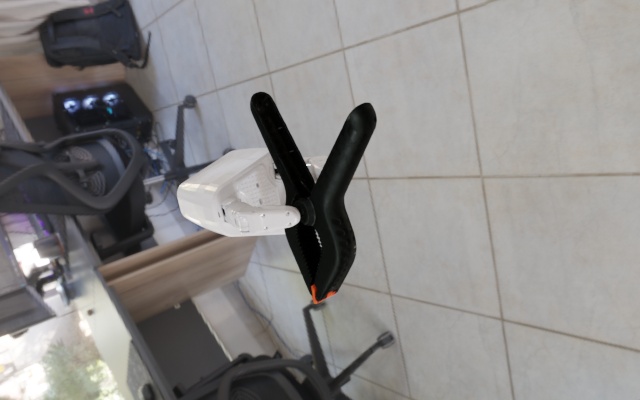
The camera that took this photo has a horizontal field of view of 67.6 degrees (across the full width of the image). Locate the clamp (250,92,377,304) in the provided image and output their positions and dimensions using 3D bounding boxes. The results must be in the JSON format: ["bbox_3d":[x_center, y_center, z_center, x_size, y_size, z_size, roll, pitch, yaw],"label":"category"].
[{"bbox_3d":[-0.001,0.002,0.439,0.036,0.210,0.164,-20,18,-33],"label":"clamp"}]
